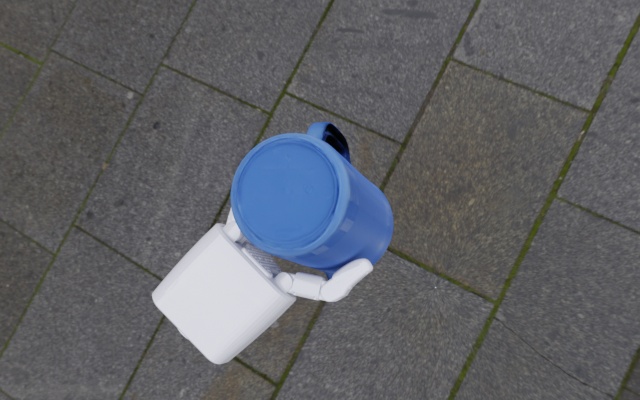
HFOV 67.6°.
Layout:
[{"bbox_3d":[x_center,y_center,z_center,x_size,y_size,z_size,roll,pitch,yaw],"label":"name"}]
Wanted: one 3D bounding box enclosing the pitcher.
[{"bbox_3d":[0.000,0.002,0.515,0.145,0.149,0.243,-43,-17,3],"label":"pitcher"}]
